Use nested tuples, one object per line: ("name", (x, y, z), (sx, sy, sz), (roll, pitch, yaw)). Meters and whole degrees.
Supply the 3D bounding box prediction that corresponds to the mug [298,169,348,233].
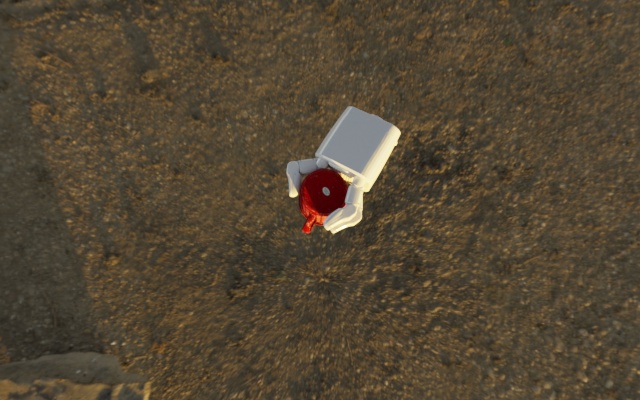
("mug", (-0.001, 0.004, 0.828), (0.093, 0.117, 0.081), (30, -9, 5))
